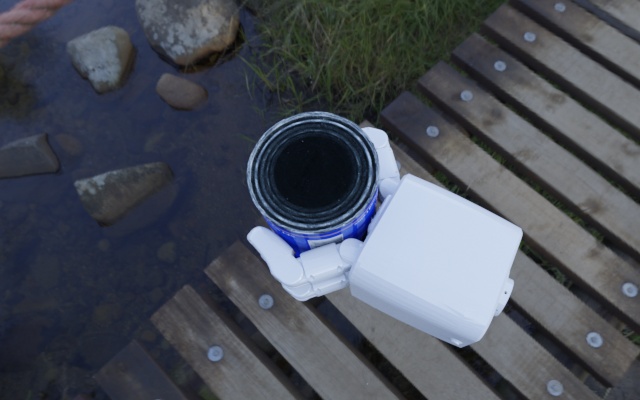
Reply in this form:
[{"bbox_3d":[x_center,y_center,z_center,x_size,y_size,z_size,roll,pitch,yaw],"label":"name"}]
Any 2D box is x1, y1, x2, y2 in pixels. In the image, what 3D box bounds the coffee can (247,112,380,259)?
[{"bbox_3d":[0.000,0.001,0.427,0.103,0.102,0.140,0,-21,5],"label":"coffee can"}]
